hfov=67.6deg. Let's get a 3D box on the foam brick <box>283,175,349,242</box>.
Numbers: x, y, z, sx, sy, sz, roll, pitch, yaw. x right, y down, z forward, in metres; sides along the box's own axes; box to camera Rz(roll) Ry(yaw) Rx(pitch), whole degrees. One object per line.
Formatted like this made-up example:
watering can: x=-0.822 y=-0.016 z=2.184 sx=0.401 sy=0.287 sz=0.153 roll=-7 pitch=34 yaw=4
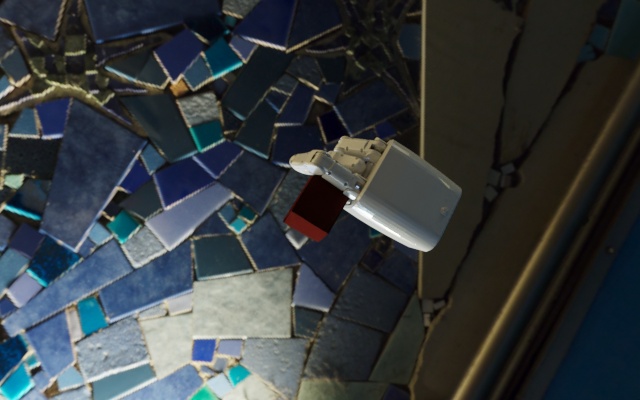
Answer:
foam brick: x=0.000 y=0.002 z=0.568 sx=0.051 sy=0.078 sz=0.053 roll=33 pitch=-21 yaw=-4
